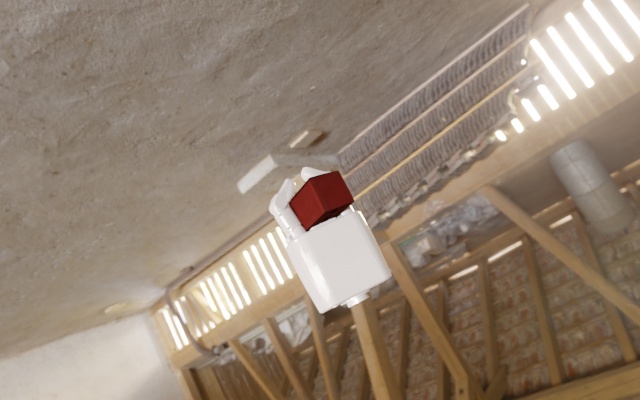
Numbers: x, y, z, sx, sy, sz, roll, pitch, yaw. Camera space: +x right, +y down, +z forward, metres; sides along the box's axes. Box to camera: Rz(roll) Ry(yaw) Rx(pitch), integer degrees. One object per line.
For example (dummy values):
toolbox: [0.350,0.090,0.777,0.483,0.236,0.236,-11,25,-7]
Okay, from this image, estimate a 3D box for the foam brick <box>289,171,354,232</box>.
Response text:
foam brick: [0.000,0.002,0.662,0.053,0.051,0.078,-18,-16,-33]
